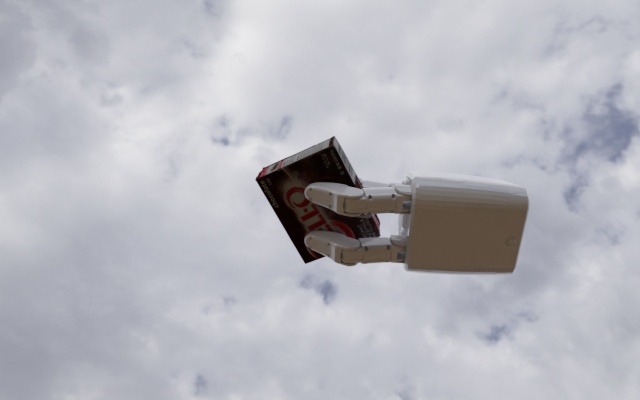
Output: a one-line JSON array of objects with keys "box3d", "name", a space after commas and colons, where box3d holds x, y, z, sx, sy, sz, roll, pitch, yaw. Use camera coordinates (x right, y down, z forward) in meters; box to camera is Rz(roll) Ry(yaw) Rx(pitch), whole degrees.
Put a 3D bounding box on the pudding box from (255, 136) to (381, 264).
[{"box3d": [0.000, 0.002, 0.496, 0.090, 0.113, 0.039, -23, 19, 17], "name": "pudding box"}]
